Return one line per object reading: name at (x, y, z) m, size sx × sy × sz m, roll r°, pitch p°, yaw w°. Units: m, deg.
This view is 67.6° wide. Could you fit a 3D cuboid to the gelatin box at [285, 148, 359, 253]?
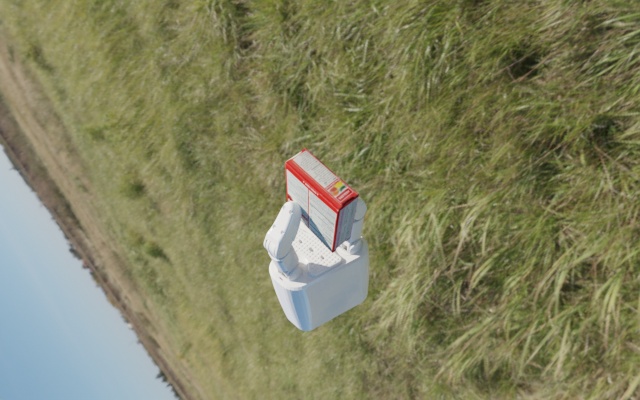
gelatin box at (0.000, 0.002, 0.476) m, size 0.030 × 0.073 × 0.089 m, roll -38°, pitch -24°, yaw -22°
